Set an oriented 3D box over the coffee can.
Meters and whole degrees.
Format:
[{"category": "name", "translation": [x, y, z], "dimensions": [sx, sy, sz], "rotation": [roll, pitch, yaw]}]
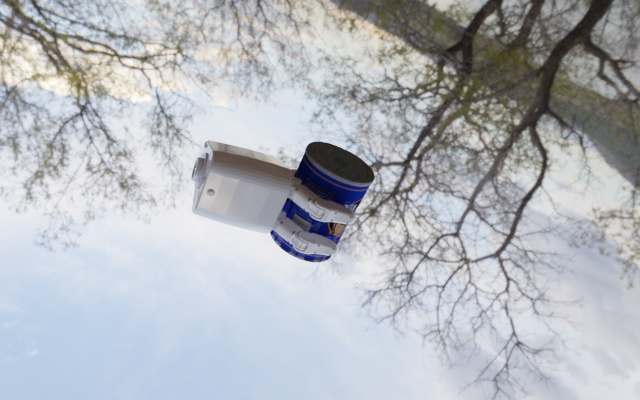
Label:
[{"category": "coffee can", "translation": [0.000, 0.002, 0.679], "dimensions": [0.103, 0.140, 0.102], "rotation": [21, 27, -11]}]
